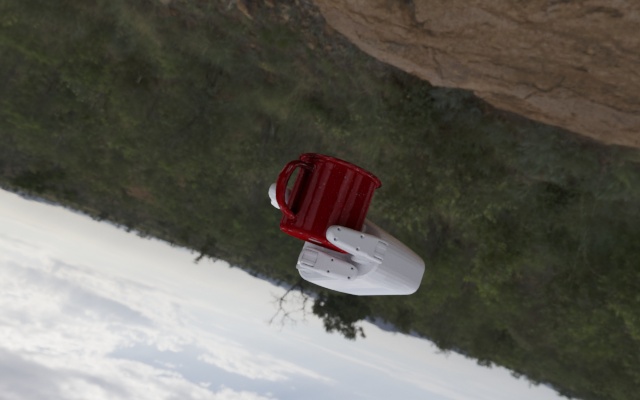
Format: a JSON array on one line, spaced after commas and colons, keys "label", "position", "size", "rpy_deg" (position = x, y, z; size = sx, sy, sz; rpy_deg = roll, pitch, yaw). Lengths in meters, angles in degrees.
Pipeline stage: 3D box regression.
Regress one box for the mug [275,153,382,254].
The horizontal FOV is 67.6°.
[{"label": "mug", "position": [-0.001, 0.001, 0.491], "size": [0.093, 0.081, 0.117], "rpy_deg": [11, -13, 44]}]
